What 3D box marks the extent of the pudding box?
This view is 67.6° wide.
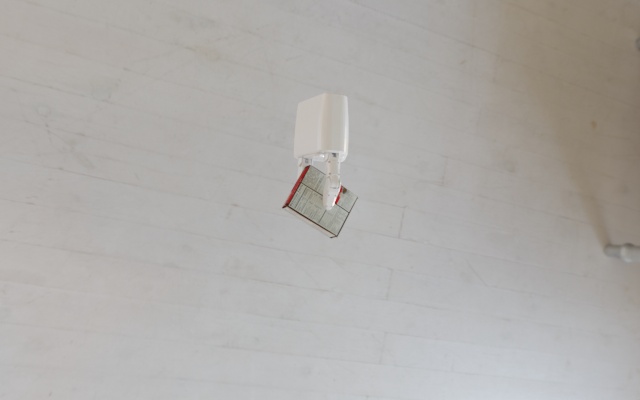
[{"bbox_3d":[0.000,0.003,0.864,0.113,0.090,0.039,32,-14,-13],"label":"pudding box"}]
